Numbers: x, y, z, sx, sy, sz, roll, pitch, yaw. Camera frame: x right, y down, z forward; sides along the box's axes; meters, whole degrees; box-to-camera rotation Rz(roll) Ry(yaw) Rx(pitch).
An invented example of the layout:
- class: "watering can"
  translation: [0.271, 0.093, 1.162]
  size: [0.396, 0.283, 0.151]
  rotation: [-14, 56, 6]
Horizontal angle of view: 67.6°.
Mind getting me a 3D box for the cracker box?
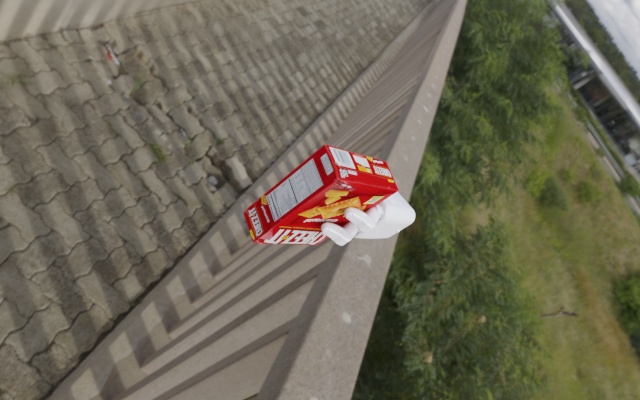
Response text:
- class: "cracker box"
  translation: [0.000, 0.002, 0.818]
  size: [0.214, 0.072, 0.164]
  rotation: [-37, -29, 33]
